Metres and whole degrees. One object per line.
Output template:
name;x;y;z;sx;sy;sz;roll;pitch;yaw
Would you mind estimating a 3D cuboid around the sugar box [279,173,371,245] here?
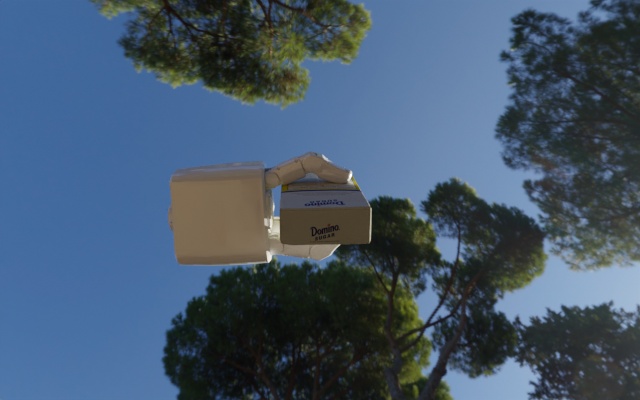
sugar box;0.000;0.002;0.553;0.093;0.048;0.176;-1;19;-3
